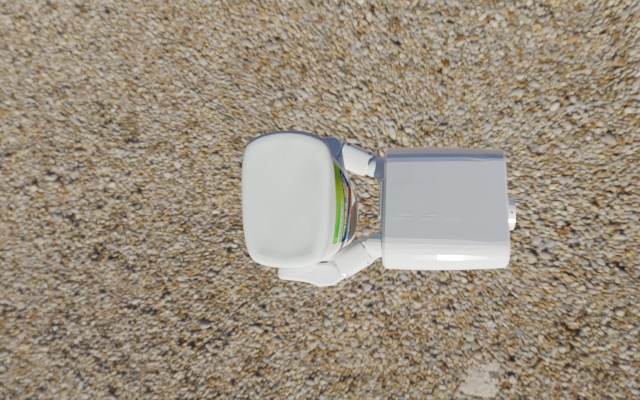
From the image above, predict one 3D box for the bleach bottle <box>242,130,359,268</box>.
[{"bbox_3d":[0.000,0.002,0.458,0.068,0.102,0.251,0,0,12],"label":"bleach bottle"}]
